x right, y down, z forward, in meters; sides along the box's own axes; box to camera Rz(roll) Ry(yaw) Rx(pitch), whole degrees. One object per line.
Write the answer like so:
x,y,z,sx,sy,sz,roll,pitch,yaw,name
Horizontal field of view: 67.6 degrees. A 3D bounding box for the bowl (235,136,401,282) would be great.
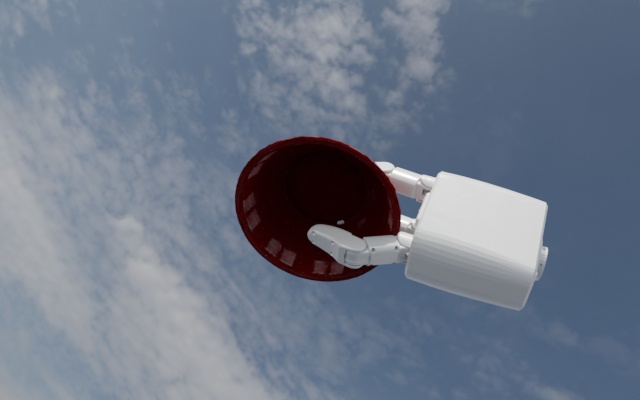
-0.001,0.001,0.475,0.162,0.162,0.055,0,30,13,bowl
